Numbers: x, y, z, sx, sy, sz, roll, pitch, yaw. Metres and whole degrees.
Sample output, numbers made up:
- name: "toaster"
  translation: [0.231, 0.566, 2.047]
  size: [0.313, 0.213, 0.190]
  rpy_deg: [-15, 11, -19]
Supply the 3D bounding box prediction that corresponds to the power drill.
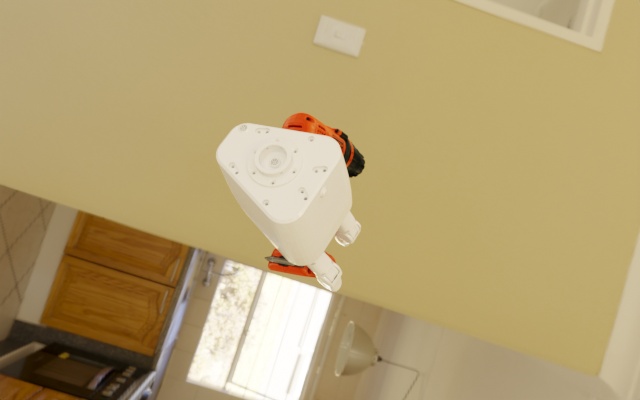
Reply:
- name: "power drill"
  translation: [0.000, 0.002, 0.598]
  size: [0.057, 0.187, 0.184]
  rpy_deg: [4, -8, 29]
